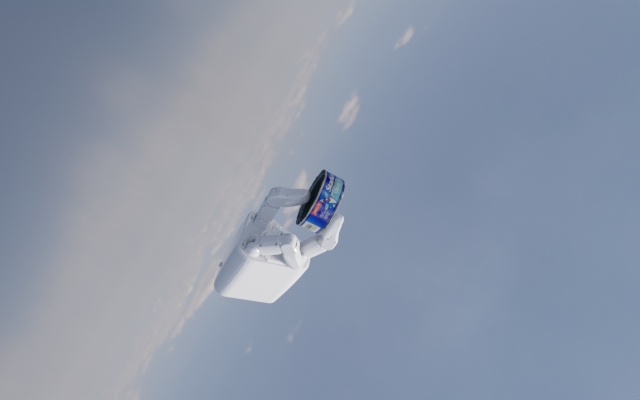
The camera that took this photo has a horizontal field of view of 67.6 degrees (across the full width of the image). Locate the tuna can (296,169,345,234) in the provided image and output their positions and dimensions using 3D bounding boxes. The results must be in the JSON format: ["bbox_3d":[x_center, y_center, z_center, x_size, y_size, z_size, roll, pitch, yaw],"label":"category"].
[{"bbox_3d":[0.001,0.002,0.664,0.034,0.086,0.086,27,-6,-11],"label":"tuna can"}]
